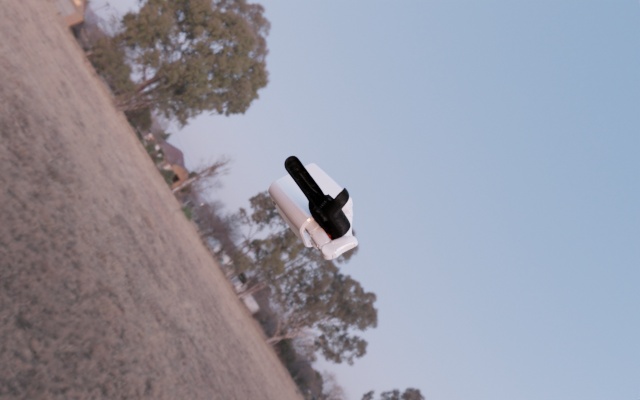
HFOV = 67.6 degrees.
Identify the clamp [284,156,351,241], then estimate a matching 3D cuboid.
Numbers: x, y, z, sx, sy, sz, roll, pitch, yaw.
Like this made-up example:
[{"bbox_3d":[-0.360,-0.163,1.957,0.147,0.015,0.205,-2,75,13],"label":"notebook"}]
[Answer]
[{"bbox_3d":[0.001,0.002,0.734,0.039,0.120,0.172,-38,-27,-16],"label":"clamp"}]
